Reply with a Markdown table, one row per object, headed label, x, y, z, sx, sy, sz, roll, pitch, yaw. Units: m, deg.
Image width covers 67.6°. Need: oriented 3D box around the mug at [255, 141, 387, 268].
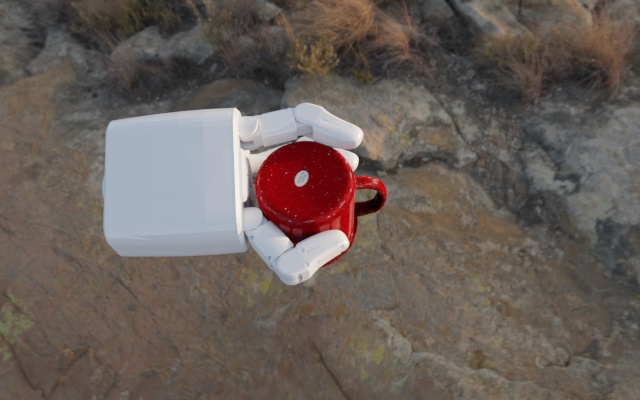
| label | x | y | z | sx | sy | sz | roll | pitch | yaw |
| --- | --- | --- | --- | --- | --- | --- | --- | --- | --- |
| mug | 0.002 | 0.001 | 0.415 | 0.117 | 0.093 | 0.081 | -5 | -28 | -1 |
